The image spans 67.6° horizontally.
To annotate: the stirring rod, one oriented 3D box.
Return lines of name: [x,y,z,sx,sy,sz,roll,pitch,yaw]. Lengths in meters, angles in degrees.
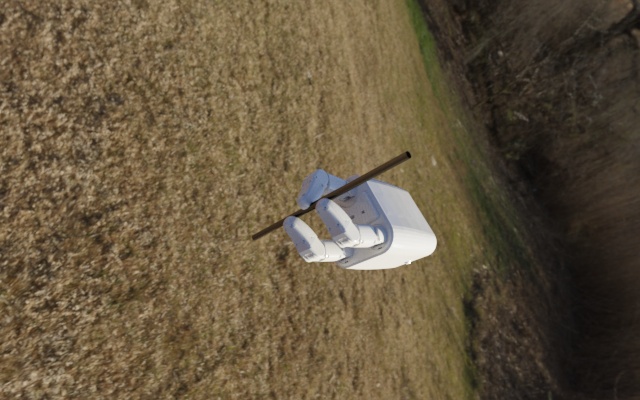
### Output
stirring rod: [0.000,0.002,0.525,0.239,0.011,0.011,-28,-19,38]
